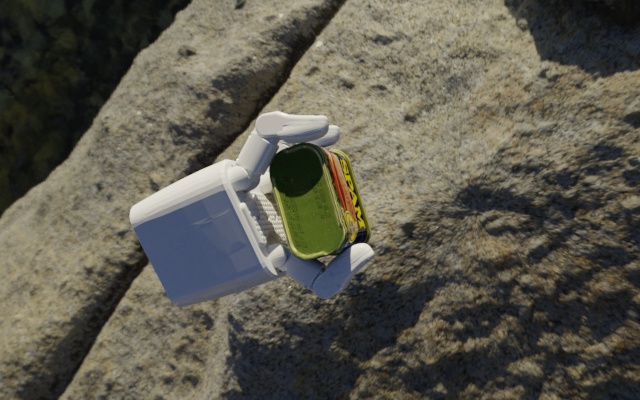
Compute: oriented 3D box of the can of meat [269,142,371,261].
[{"bbox_3d":[0.000,0.001,0.430,0.057,0.102,0.084,-18,-7,17],"label":"can of meat"}]
